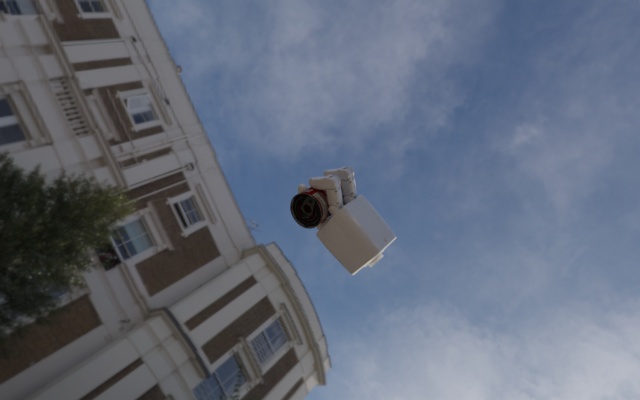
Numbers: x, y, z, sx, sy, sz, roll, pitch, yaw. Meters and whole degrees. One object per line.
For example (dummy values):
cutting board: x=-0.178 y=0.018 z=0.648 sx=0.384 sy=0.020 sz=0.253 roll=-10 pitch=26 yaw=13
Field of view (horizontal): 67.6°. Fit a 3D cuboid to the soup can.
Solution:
soup can: x=0.000 y=0.003 z=0.893 sx=0.068 sy=0.068 sz=0.102 roll=0 pitch=19 yaw=34
